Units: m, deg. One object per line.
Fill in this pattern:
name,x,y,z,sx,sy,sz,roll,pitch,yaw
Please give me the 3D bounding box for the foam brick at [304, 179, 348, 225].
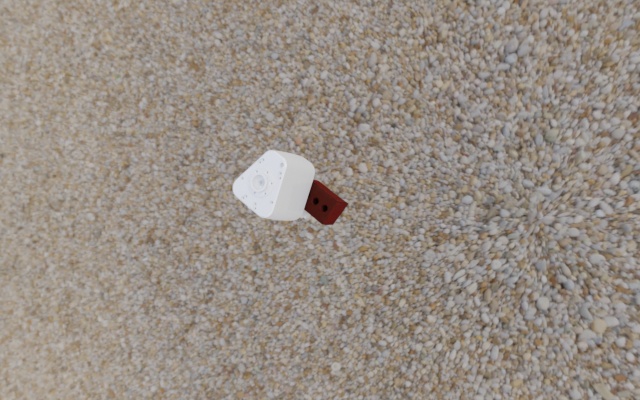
foam brick,0.000,0.003,0.884,0.078,0.053,0.051,38,12,21
